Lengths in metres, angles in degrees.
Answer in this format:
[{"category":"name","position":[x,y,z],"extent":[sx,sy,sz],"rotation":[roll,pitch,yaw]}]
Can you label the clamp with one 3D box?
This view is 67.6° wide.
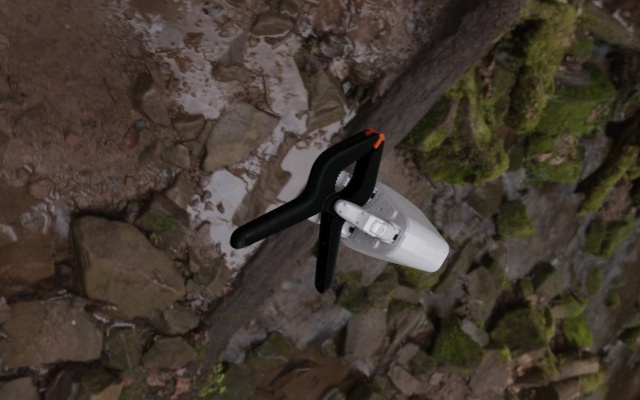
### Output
[{"category":"clamp","position":[0.001,0.002,0.558],"extent":[0.164,0.210,0.036],"rotation":[27,5,-41]}]
